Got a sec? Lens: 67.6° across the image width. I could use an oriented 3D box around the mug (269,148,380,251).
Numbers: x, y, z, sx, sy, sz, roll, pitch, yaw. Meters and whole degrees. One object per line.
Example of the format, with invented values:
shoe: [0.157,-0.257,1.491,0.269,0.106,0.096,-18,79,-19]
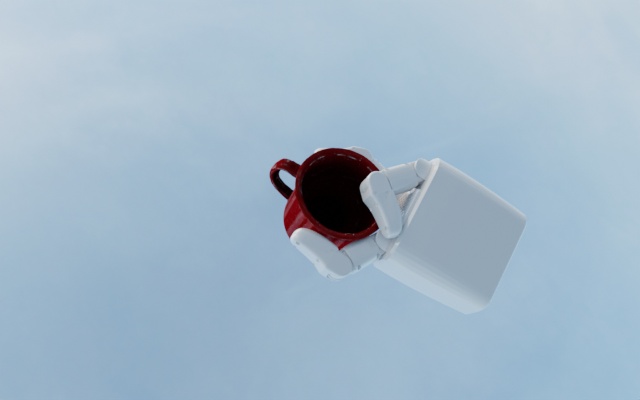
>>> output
mug: [-0.001,0.001,0.472,0.117,0.093,0.081,31,-29,-3]
